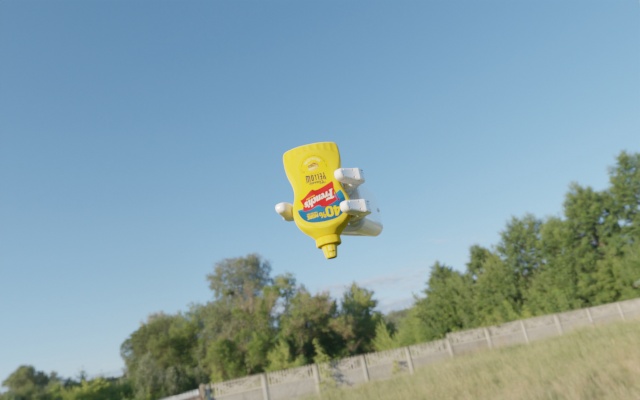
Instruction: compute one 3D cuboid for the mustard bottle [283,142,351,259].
[{"bbox_3d":[0.000,0.002,0.787,0.096,0.191,0.058,-11,-18,-1],"label":"mustard bottle"}]
